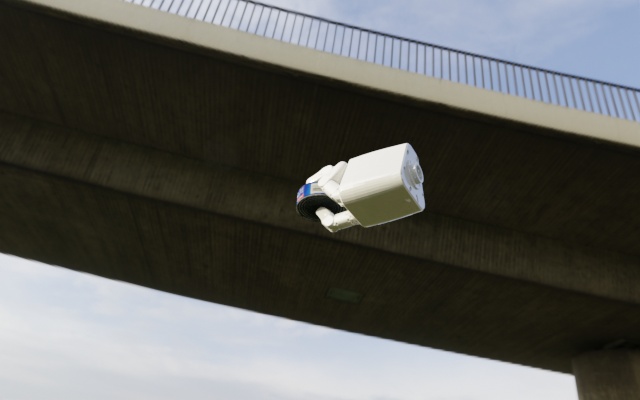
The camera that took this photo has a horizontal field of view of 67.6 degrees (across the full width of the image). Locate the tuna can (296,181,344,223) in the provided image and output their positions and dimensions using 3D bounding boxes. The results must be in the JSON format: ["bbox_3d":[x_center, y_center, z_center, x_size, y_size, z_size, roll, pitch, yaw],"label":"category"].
[{"bbox_3d":[0.000,0.002,0.860,0.086,0.033,0.086,2,-36,1],"label":"tuna can"}]
